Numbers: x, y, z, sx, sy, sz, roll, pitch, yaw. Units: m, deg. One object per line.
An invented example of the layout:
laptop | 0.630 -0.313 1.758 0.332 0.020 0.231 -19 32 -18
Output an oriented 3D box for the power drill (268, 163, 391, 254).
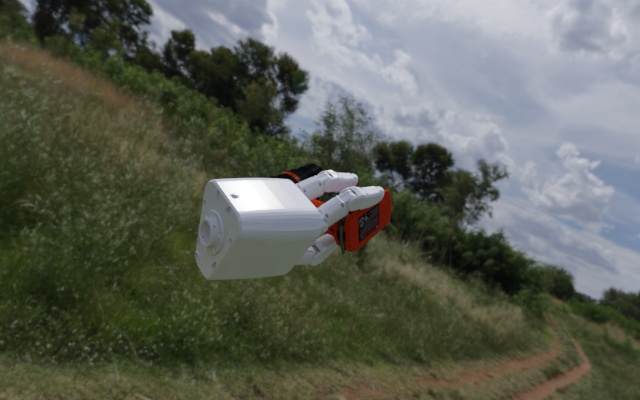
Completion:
power drill | 0.000 0.002 0.669 0.187 0.057 0.184 12 31 34
